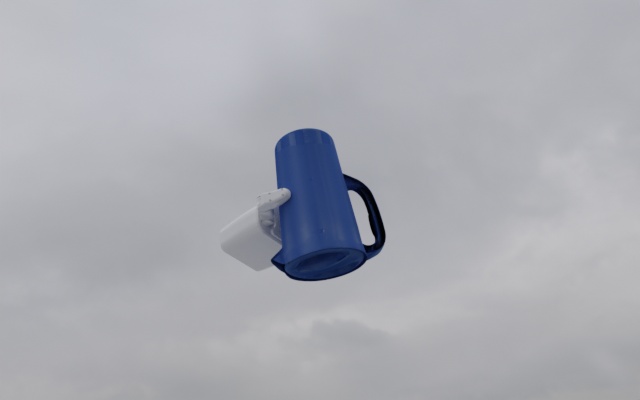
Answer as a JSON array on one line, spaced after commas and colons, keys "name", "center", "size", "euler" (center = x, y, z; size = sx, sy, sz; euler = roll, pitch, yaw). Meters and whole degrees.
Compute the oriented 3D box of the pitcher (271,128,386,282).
[{"name": "pitcher", "center": [0.000, 0.003, 0.799], "size": [0.145, 0.242, 0.149], "euler": [-30, -34, 32]}]
